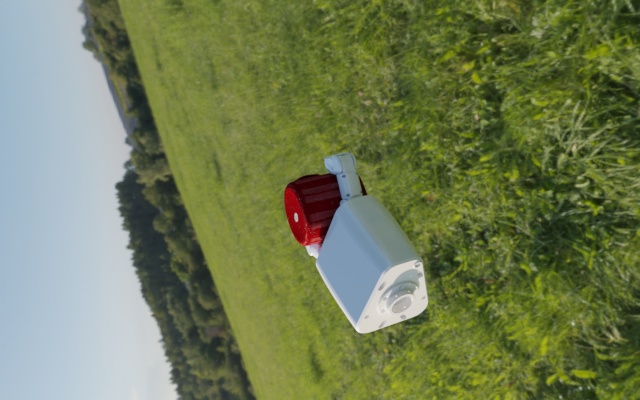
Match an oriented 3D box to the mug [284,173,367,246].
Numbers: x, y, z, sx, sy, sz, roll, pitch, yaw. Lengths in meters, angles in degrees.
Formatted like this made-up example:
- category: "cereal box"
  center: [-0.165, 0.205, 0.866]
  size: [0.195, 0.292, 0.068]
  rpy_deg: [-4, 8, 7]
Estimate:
- category: "mug"
  center: [-0.001, 0.001, 0.607]
  size: [0.081, 0.093, 0.117]
  rpy_deg: [-14, 41, -19]
